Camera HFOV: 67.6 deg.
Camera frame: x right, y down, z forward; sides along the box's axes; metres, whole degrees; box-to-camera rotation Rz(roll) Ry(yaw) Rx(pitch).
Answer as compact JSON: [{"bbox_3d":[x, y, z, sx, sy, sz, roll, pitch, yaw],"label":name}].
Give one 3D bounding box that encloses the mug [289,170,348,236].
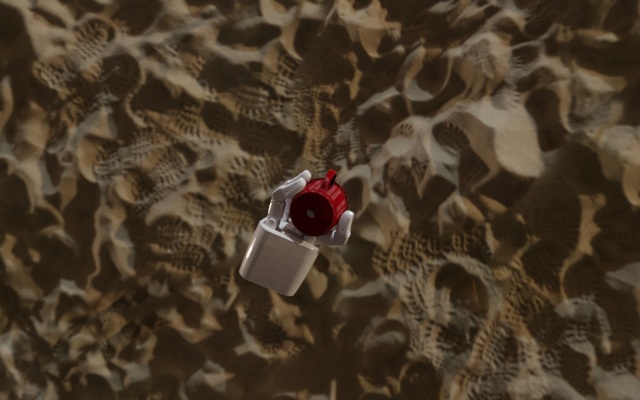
[{"bbox_3d":[0.001,0.001,0.814,0.093,0.117,0.081,26,17,6],"label":"mug"}]
